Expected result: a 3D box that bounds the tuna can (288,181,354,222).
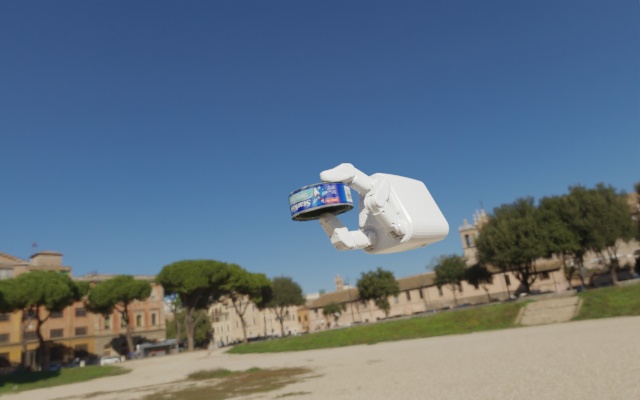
[{"bbox_3d":[0.000,0.002,0.648,0.086,0.033,0.086,-11,-11,-2],"label":"tuna can"}]
